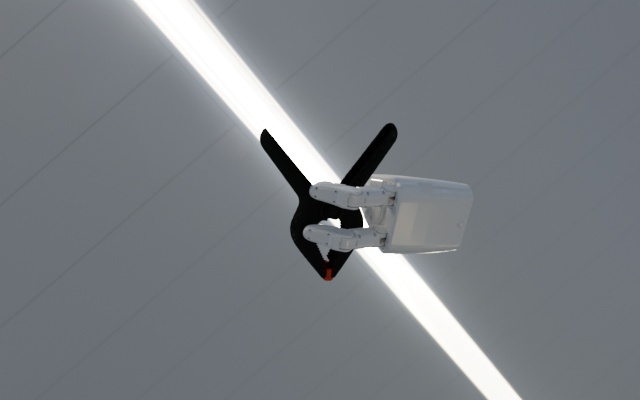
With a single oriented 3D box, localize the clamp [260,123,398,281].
[{"bbox_3d":[0.000,0.002,0.588,0.164,0.210,0.036,3,22,-16],"label":"clamp"}]
